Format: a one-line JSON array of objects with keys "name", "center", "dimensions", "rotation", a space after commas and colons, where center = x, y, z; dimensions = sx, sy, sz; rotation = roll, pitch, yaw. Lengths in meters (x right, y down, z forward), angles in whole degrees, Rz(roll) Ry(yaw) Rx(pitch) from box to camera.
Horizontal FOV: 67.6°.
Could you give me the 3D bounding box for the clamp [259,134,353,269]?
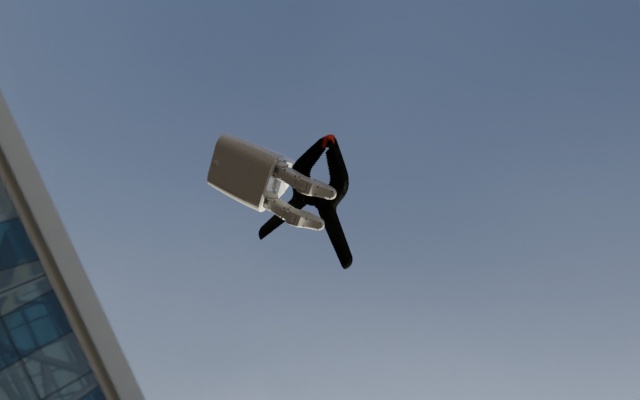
[{"name": "clamp", "center": [0.000, 0.002, 0.755], "dimensions": [0.164, 0.210, 0.036], "rotation": [24, 22, 10]}]
